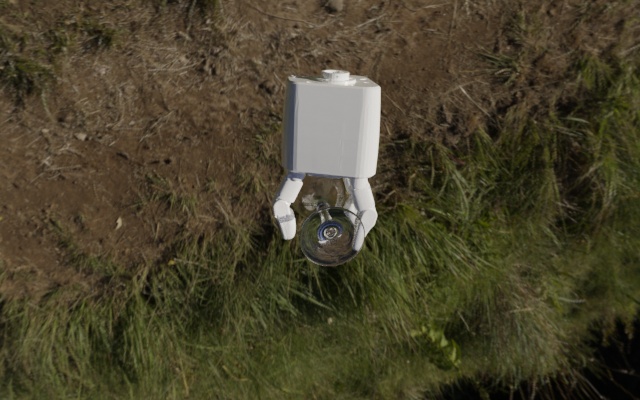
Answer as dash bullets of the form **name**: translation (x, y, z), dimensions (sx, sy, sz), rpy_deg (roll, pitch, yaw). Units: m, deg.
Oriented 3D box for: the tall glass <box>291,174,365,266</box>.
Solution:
- **tall glass**: translation (0.000, 0.002, 0.621), dimensions (0.079, 0.079, 0.201), rpy_deg (0, 23, -8)
